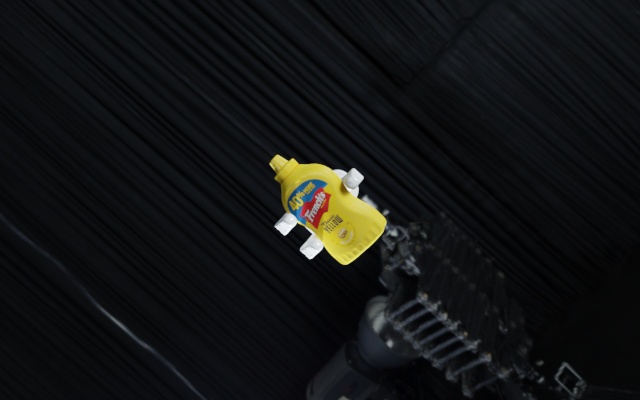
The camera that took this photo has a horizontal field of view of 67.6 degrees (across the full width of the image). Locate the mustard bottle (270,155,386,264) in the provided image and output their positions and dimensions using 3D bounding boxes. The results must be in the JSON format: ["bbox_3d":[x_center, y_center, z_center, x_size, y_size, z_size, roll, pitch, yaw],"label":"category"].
[{"bbox_3d":[0.000,0.003,0.718,0.096,0.191,0.058,-45,4,29],"label":"mustard bottle"}]
